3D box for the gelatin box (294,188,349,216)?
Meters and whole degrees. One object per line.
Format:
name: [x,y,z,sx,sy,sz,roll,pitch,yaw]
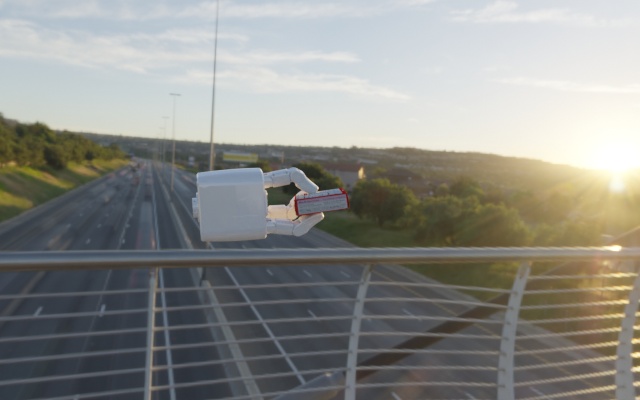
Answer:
gelatin box: [0.000,0.002,0.805,0.089,0.030,0.073,-9,7,-2]
